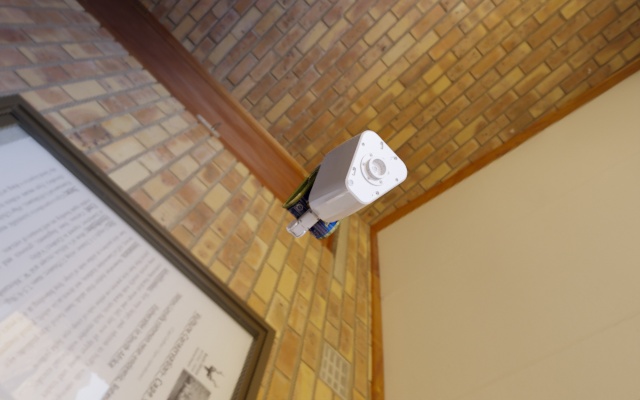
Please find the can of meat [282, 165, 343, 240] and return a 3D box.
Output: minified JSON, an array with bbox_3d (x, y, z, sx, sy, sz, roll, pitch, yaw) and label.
[{"bbox_3d":[0.000,0.003,0.791,0.102,0.084,0.057,-52,13,-33],"label":"can of meat"}]
